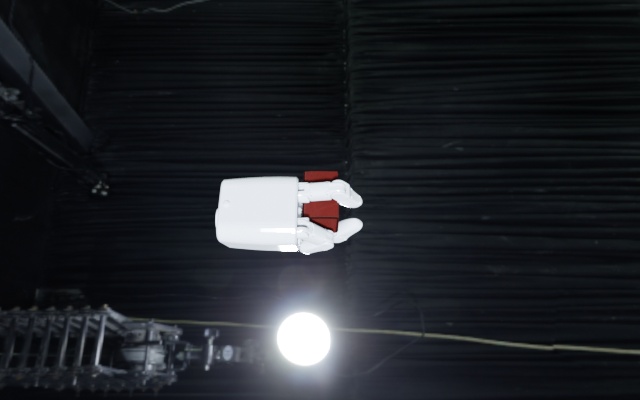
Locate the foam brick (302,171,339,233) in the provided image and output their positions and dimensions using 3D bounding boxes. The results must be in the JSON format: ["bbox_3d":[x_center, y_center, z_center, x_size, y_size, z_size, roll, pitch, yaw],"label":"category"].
[{"bbox_3d":[0.000,0.002,0.691,0.051,0.078,0.053,0,-29,0],"label":"foam brick"}]
